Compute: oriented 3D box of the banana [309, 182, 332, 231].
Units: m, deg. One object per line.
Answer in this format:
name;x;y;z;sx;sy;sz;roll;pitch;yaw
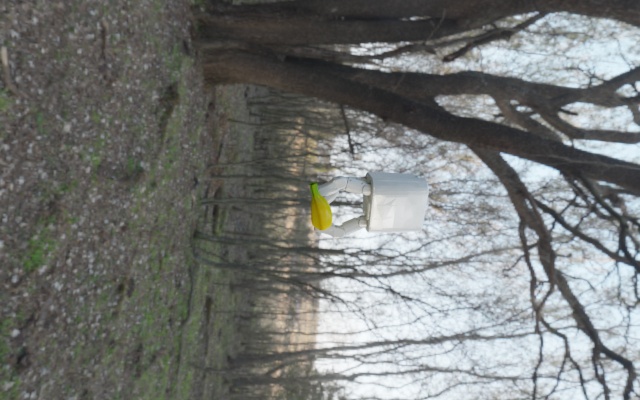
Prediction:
banana;0.001;0.021;0.853;0.037;0.069;0.198;-3;-11;-1
